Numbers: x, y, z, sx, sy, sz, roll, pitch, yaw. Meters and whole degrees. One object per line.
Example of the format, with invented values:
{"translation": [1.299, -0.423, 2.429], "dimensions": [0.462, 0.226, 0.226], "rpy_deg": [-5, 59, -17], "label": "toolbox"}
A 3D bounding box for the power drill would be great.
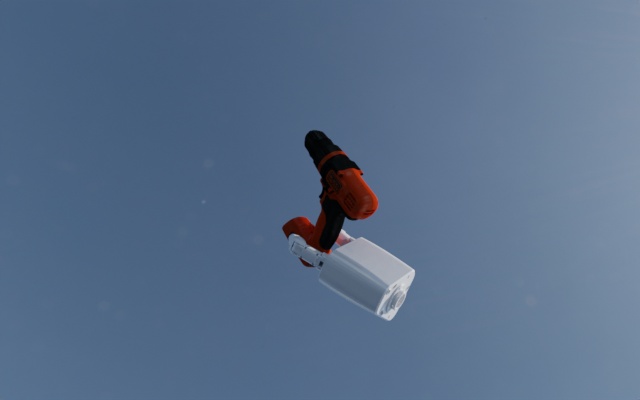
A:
{"translation": [0.000, 0.003, 0.782], "dimensions": [0.057, 0.188, 0.184], "rpy_deg": [-4, 46, -35], "label": "power drill"}
